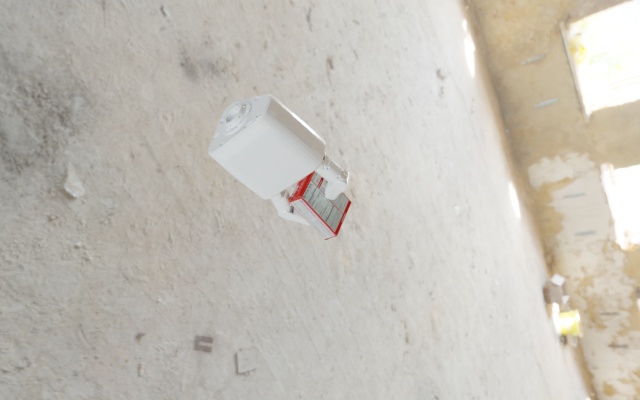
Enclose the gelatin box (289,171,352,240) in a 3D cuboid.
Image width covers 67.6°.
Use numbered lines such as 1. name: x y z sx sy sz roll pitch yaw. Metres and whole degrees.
1. gelatin box: 0.001 0.002 0.711 0.030 0.073 0.089 -21 -59 41
